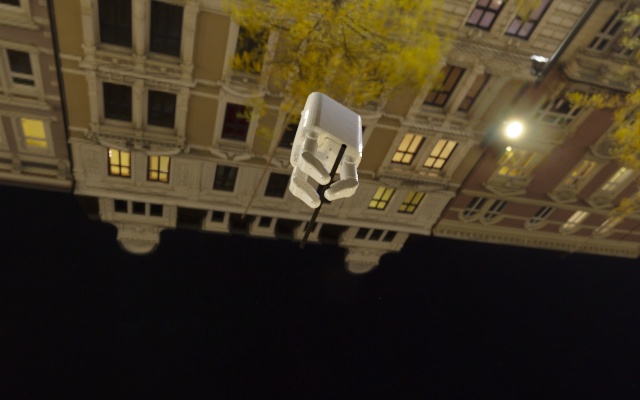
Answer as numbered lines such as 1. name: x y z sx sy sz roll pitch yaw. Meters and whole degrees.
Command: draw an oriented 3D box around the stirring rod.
1. stirring rod: 0.000 0.002 0.745 0.011 0.011 0.240 0 -40 -21
